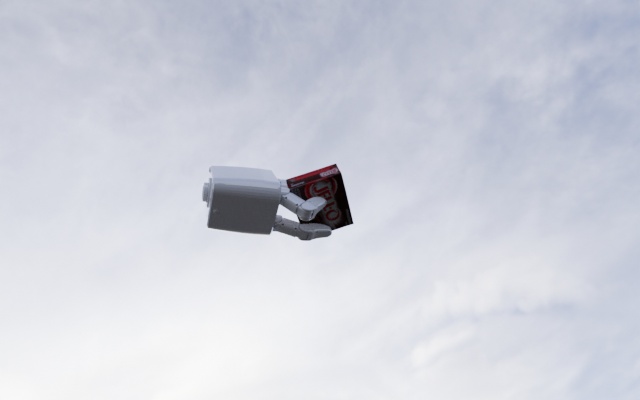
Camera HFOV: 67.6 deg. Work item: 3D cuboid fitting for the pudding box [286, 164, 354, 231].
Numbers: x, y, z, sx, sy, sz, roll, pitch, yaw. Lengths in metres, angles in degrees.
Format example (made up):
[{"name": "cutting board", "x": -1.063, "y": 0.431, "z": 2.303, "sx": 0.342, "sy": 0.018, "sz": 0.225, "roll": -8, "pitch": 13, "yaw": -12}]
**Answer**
[{"name": "pudding box", "x": 0.000, "y": 0.003, "z": 0.803, "sx": 0.090, "sy": 0.114, "sz": 0.039, "roll": -18, "pitch": 38, "yaw": -2}]
